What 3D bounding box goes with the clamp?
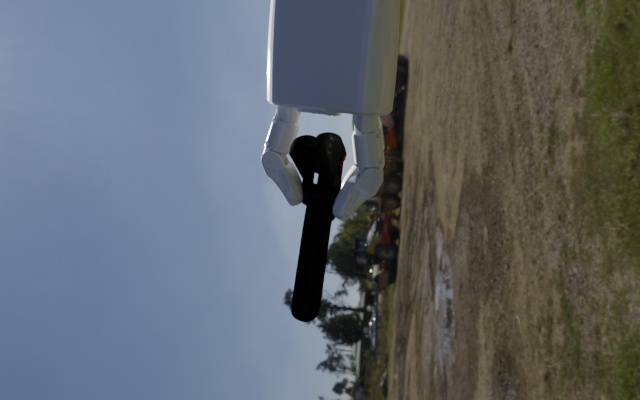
[{"bbox_3d":[-0.001,0.001,0.460,0.036,0.165,0.210,5,19,7],"label":"clamp"}]
